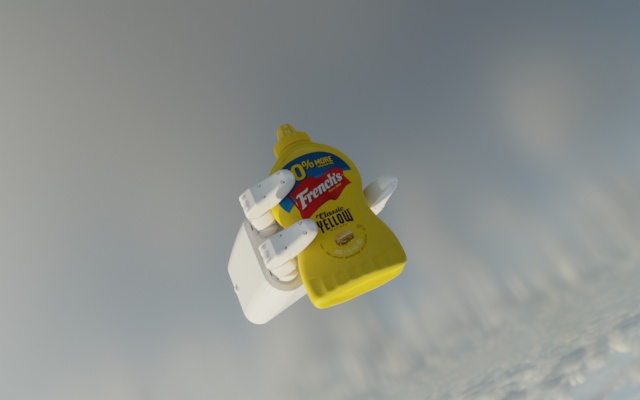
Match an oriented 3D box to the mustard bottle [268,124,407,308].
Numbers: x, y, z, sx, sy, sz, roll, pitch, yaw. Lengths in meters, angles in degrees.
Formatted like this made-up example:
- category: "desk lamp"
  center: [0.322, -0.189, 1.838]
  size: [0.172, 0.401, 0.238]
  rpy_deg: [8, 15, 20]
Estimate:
- category: "mustard bottle"
  center: [0.000, 0.002, 0.473]
  size: [0.096, 0.191, 0.058]
  rpy_deg: [-23, -25, -8]
